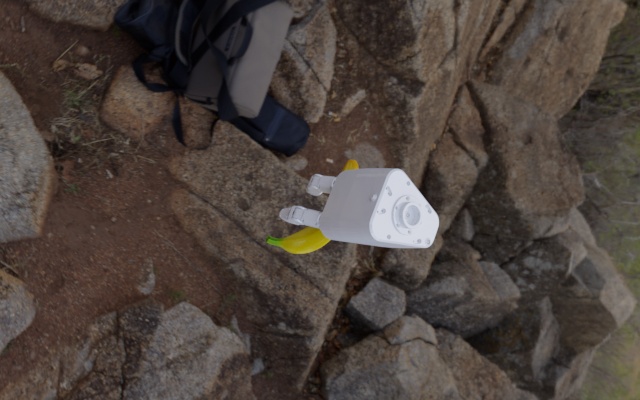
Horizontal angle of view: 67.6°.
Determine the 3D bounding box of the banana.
[{"bbox_3d":[0.009,0.019,0.733,0.197,0.069,0.037,-44,13,-24],"label":"banana"}]
